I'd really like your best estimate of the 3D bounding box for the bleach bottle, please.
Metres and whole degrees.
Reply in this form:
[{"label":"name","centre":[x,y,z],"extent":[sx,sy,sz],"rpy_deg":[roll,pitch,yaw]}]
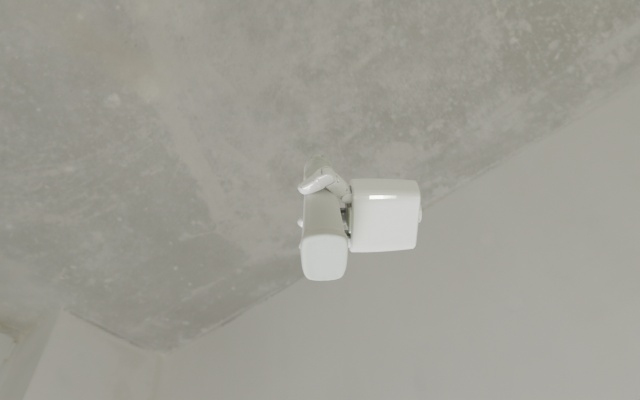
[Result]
[{"label":"bleach bottle","centre":[0.000,0.003,0.769],"extent":[0.068,0.103,0.250],"rpy_deg":[-2,42,-2]}]
